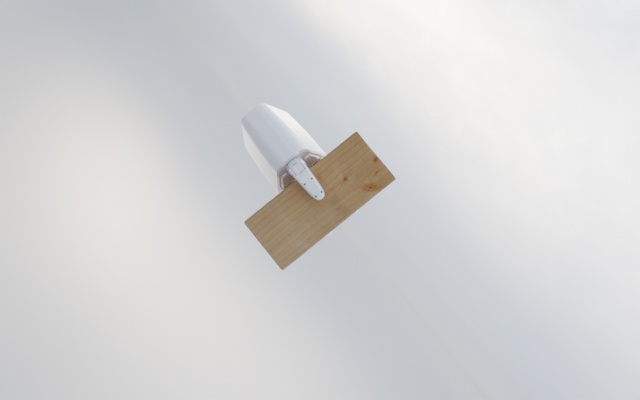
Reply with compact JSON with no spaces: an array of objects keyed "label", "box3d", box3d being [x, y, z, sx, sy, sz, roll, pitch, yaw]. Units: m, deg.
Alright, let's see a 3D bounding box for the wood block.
[{"label":"wood block","box3d":[0.000,0.002,0.713,0.206,0.090,0.091,-39,-3,1]}]
